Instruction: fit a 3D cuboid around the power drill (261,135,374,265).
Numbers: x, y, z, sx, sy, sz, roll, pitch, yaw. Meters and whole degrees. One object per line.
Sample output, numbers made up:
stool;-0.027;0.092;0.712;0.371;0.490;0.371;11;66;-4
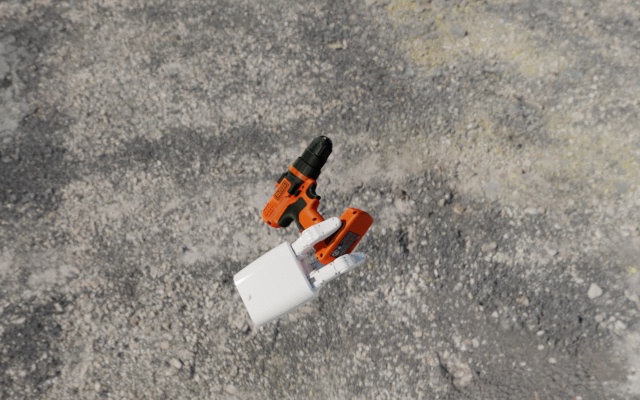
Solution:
power drill;0.000;0.003;0.788;0.057;0.184;0.187;22;16;-48
